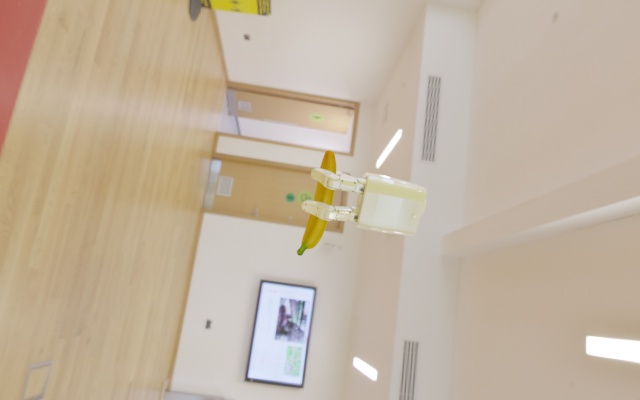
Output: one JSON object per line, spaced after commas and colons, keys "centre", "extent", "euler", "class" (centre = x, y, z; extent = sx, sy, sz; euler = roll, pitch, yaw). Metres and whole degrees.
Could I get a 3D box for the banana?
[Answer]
{"centre": [0.001, 0.007, 0.887], "extent": [0.037, 0.198, 0.069], "euler": [14, 0, 7], "class": "banana"}
